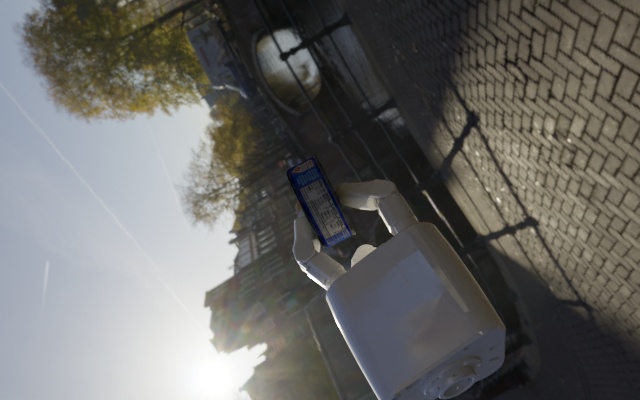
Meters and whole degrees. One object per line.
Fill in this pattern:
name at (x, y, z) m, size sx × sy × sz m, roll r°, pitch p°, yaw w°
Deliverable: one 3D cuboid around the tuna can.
tuna can at (0.000, 0.002, 0.460) m, size 0.034 × 0.086 × 0.086 m, roll -27°, pitch -1°, yaw 1°
